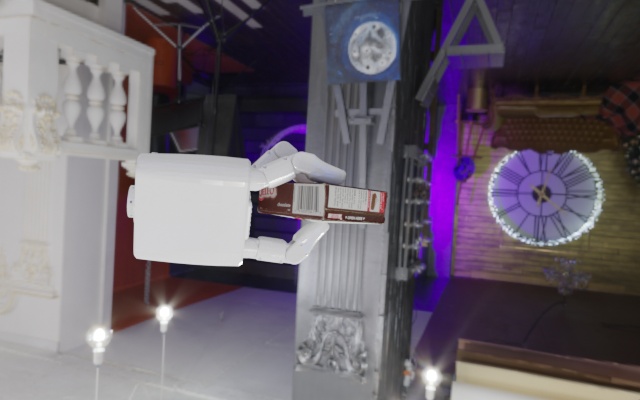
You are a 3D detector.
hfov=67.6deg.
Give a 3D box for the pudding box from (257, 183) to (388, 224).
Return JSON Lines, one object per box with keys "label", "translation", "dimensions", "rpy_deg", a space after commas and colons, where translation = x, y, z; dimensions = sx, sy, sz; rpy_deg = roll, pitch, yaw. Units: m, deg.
{"label": "pudding box", "translation": [0.000, 0.002, 0.510], "dimensions": [0.090, 0.039, 0.113], "rpy_deg": [5, 1, -41]}
